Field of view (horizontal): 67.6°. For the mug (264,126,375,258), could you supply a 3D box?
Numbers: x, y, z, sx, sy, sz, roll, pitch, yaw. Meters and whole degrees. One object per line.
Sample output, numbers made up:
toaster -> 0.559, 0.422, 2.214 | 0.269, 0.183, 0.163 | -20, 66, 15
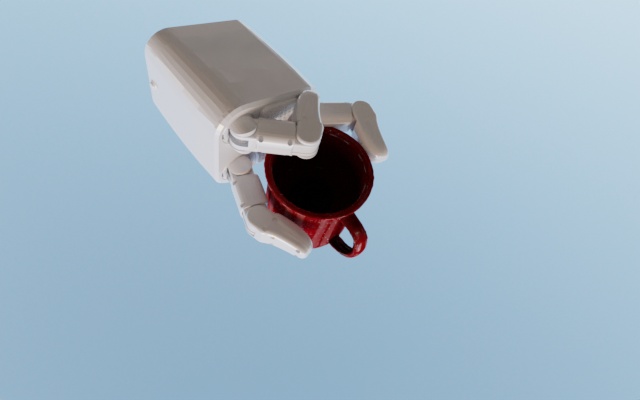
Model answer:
mug -> 0.001, 0.003, 0.427 | 0.093, 0.117, 0.081 | -33, -17, -25
